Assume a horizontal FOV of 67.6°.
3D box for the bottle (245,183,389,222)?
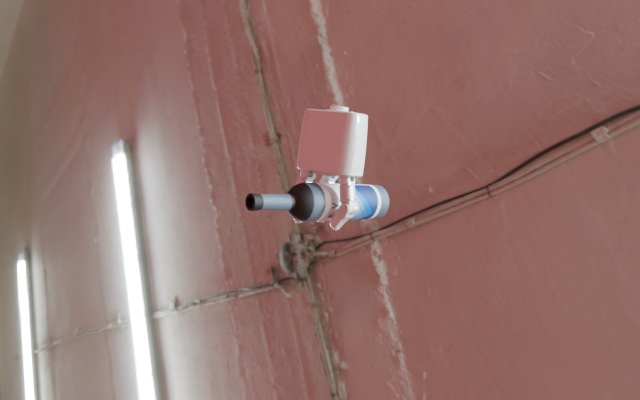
[{"bbox_3d":[0.000,0.003,0.835,0.296,0.069,0.069,0,0,-42],"label":"bottle"}]
